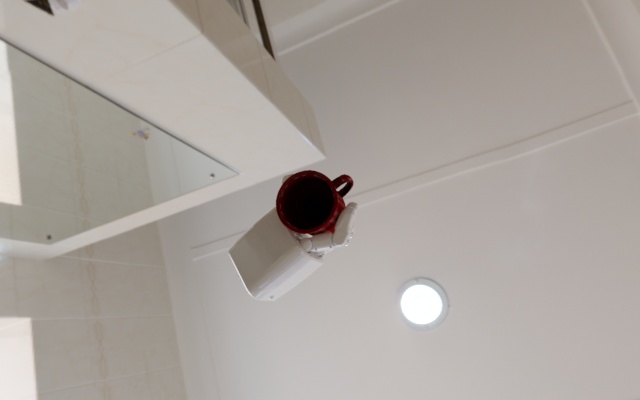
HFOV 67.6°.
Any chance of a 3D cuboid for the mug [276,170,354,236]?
[{"bbox_3d":[0.001,0.001,0.714,0.117,0.093,0.081,-40,-20,5],"label":"mug"}]
